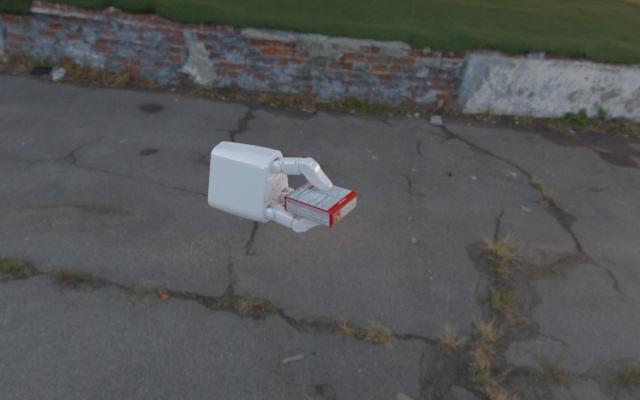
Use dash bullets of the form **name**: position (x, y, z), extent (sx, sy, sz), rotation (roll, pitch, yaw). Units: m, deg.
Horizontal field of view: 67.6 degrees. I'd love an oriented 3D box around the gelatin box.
- **gelatin box**: position (0.000, 0.002, 0.736), extent (0.089, 0.030, 0.073), rotation (18, 35, 31)
